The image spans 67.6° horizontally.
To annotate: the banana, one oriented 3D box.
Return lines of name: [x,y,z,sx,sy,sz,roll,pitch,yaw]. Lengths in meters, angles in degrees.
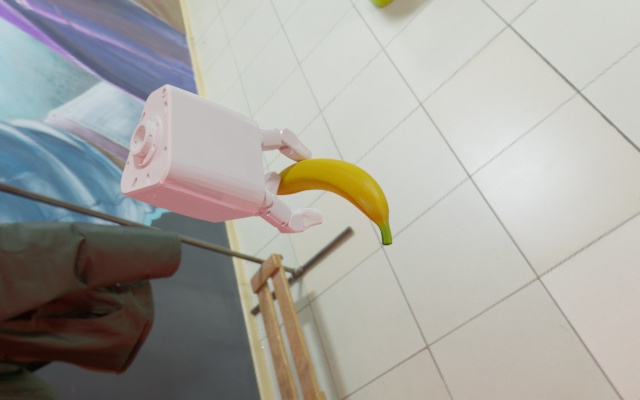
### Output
banana: [0.008,-0.015,0.544,0.037,0.069,0.197,14,7,-46]
